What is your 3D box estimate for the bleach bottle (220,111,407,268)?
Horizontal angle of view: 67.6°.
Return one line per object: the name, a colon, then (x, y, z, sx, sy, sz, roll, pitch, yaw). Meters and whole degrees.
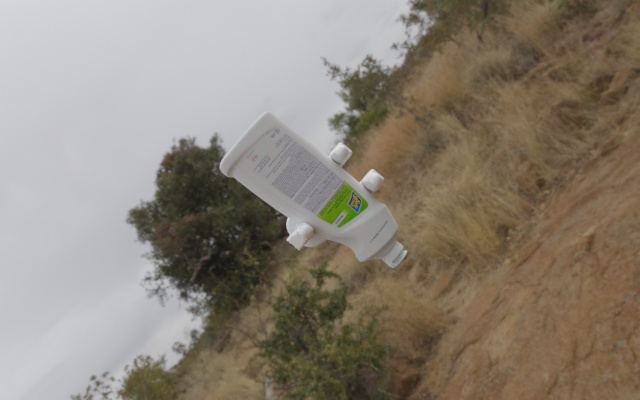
bleach bottle: (0.000, 0.002, 0.610, 0.251, 0.102, 0.068, 40, -6, 0)
